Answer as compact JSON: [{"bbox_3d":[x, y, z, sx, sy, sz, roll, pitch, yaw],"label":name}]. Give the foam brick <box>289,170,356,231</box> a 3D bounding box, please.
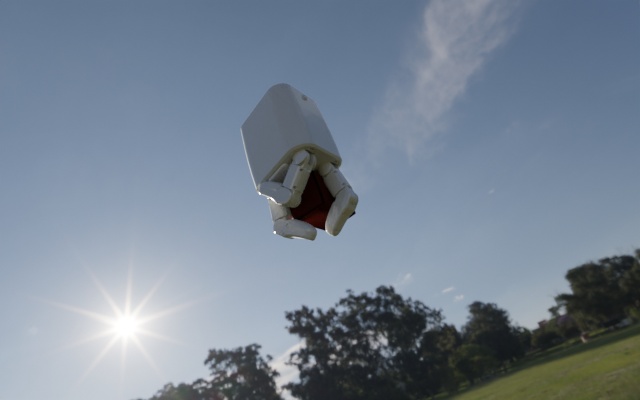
[{"bbox_3d":[0.000,0.002,0.634,0.053,0.051,0.078,-34,-29,24],"label":"foam brick"}]
